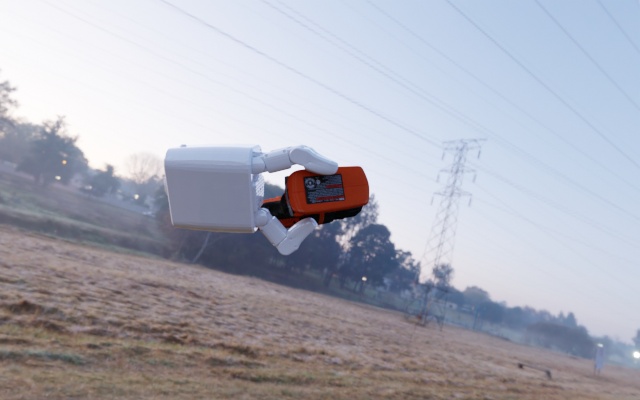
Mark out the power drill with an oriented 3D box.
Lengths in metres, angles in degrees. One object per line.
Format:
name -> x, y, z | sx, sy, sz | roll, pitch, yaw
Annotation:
power drill -> 0.000, 0.002, 0.676 | 0.184, 0.057, 0.188 | -8, -10, -19
